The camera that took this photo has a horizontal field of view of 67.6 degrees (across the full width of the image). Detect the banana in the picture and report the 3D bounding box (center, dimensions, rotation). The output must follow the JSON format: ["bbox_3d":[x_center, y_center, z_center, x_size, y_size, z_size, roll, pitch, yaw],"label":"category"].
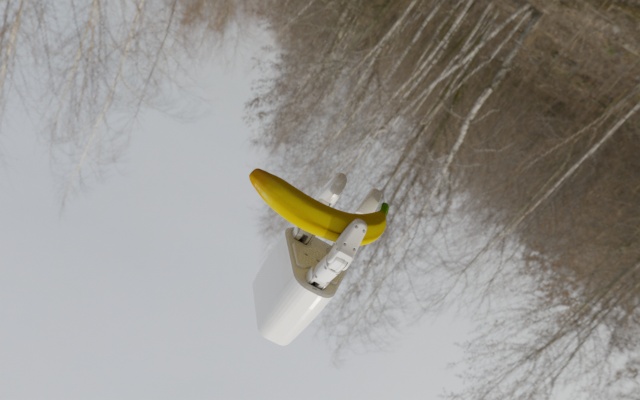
[{"bbox_3d":[0.007,0.016,0.557,0.198,0.069,0.037,16,-53,-32],"label":"banana"}]
